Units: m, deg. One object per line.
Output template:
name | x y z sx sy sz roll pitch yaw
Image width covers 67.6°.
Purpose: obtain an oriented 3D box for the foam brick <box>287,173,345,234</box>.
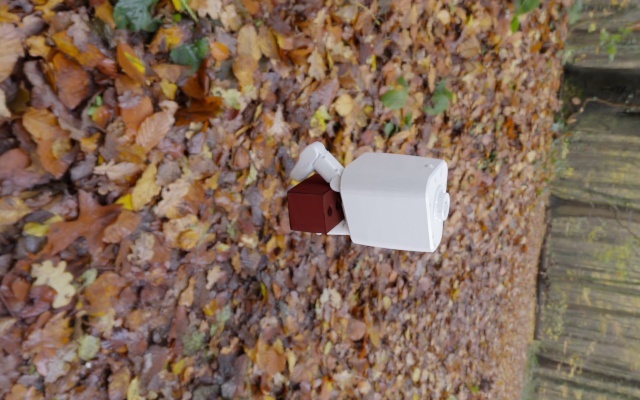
foam brick | 0.000 0.002 0.603 0.051 0.053 0.078 6 24 27
